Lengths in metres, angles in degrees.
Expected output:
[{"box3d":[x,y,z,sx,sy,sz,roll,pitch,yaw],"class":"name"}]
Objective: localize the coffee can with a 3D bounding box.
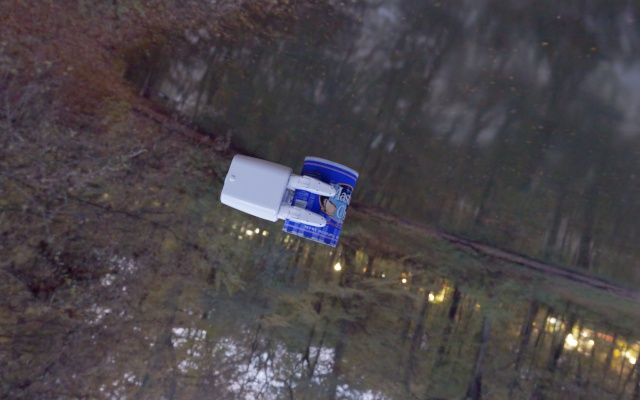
[{"box3d":[0.000,0.003,0.869,0.103,0.140,0.103,17,-5,2],"class":"coffee can"}]
